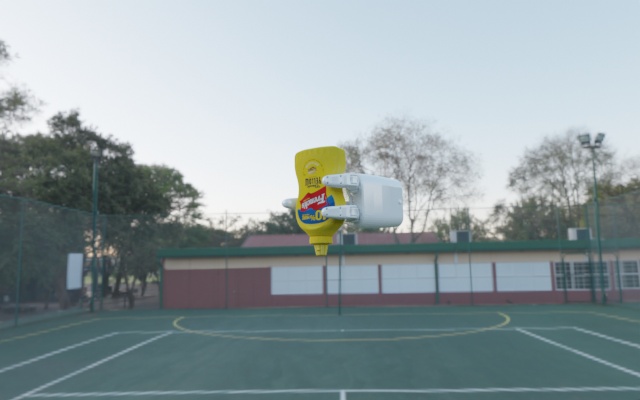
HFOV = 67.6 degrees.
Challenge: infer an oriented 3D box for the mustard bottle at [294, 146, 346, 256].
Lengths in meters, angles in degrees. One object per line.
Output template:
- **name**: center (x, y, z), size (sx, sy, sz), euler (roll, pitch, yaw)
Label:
- **mustard bottle**: center (0.000, 0.003, 0.859), size (0.096, 0.191, 0.058), euler (-6, -9, 30)
